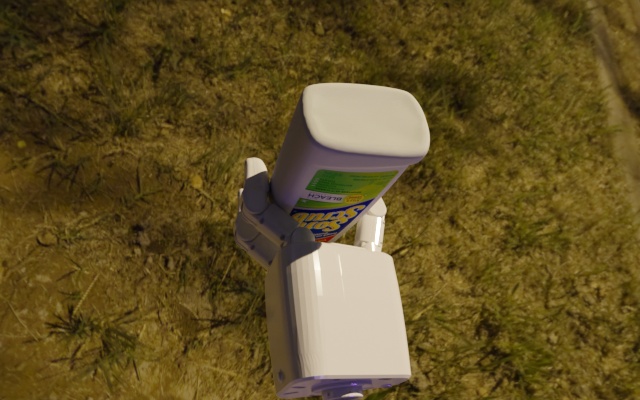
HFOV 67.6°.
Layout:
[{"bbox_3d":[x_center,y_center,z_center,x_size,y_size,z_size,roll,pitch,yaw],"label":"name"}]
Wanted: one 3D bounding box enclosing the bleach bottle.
[{"bbox_3d":[0.000,0.001,0.446,0.102,0.068,0.251,1,-30,-17],"label":"bleach bottle"}]
